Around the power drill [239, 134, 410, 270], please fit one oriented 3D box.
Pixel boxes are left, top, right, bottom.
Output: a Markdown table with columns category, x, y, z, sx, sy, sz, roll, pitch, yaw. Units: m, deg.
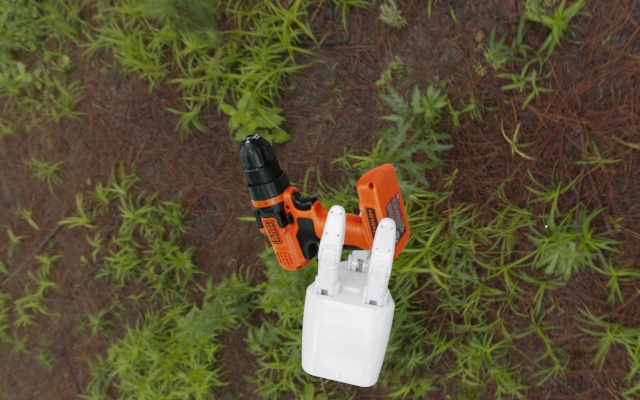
| category | x | y | z | sx | sy | sz | roll | pitch | yaw |
| --- | --- | --- | --- | --- | --- | --- | --- | --- | --- |
| power drill | 0.001 | 0.002 | 0.559 | 0.187 | 0.184 | 0.057 | -1 | 30 | 35 |
